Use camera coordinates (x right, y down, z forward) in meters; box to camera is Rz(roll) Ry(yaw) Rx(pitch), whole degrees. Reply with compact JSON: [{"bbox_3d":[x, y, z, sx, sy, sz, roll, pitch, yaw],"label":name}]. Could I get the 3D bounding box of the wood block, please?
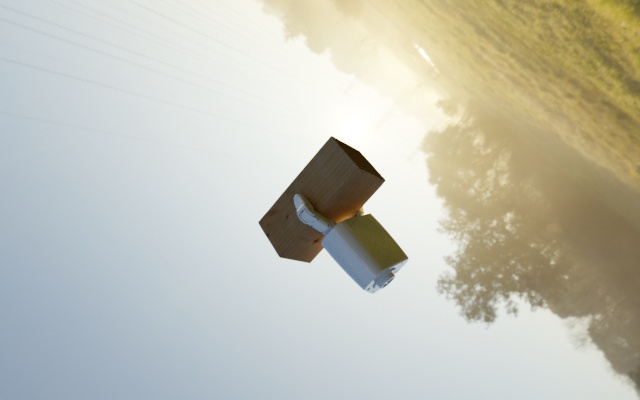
[{"bbox_3d":[0.000,0.003,0.830,0.091,0.206,0.090,20,27,-51],"label":"wood block"}]
